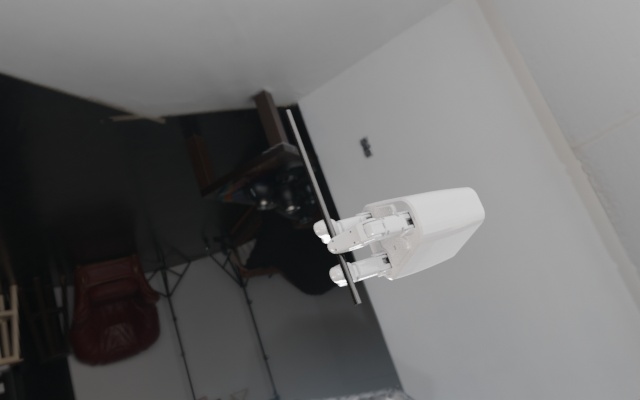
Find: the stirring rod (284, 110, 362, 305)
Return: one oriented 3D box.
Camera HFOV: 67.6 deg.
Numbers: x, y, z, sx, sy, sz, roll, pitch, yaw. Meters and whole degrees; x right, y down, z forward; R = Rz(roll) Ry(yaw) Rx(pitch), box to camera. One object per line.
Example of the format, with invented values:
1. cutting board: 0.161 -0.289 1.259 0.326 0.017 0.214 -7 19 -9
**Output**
1. stirring rod: 0.000 0.002 0.541 0.011 0.239 0.011 -19 -15 -5
